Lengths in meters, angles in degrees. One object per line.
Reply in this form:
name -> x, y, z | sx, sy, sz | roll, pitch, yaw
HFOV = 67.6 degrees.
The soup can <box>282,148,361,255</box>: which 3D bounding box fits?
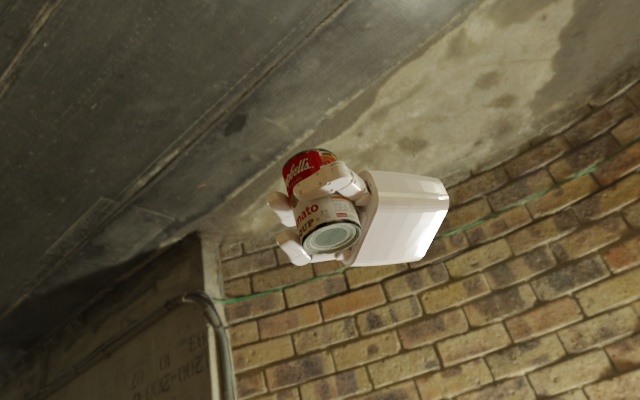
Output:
soup can -> 0.000, 0.002, 0.535 | 0.068, 0.102, 0.069 | -12, -33, -8
